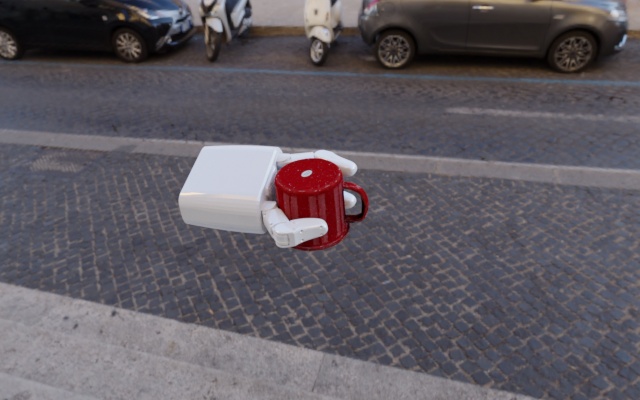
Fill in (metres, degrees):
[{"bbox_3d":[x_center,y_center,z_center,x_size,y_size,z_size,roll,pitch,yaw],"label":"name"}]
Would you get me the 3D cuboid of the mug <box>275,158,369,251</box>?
[{"bbox_3d":[0.001,0.002,0.581,0.117,0.082,0.093,3,35,12],"label":"mug"}]
